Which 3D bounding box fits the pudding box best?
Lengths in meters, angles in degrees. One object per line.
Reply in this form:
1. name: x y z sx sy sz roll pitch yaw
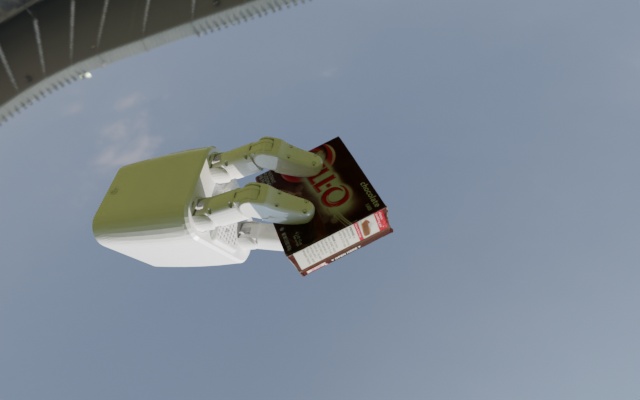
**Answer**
1. pudding box: 0.000 0.002 0.425 0.090 0.113 0.039 -27 -44 -1
